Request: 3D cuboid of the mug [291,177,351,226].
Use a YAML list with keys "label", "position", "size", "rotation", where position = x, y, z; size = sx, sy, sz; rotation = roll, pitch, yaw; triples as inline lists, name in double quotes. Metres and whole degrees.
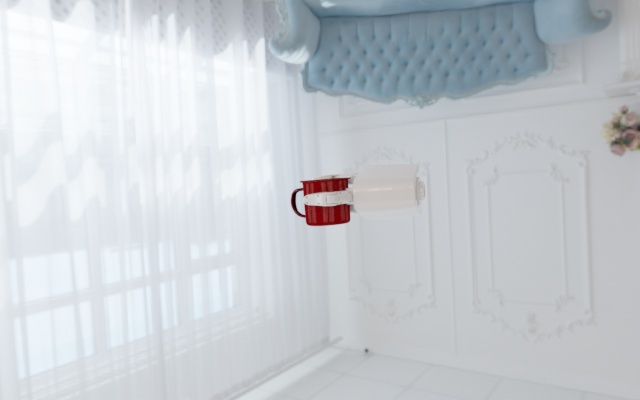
- label: "mug"
  position: [-0.001, 0.003, 0.864]
  size: [0.117, 0.081, 0.093]
  rotation: [-4, 2, 20]
